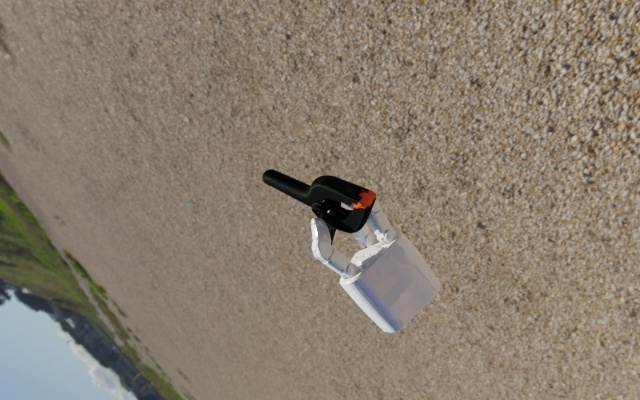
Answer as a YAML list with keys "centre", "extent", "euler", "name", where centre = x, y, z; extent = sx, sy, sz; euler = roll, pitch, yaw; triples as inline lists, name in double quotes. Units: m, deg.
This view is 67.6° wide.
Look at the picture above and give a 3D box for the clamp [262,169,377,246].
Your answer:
- centre: [0.000, 0.003, 0.688]
  extent: [0.036, 0.164, 0.210]
  euler: [-46, 11, -27]
  name: "clamp"
